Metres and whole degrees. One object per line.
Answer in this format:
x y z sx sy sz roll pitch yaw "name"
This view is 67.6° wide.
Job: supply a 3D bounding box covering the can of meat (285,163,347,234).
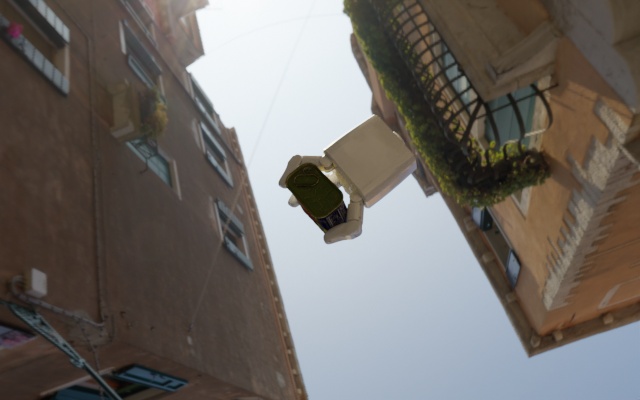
0.000 0.003 0.754 0.102 0.057 0.084 46 -8 32 "can of meat"
